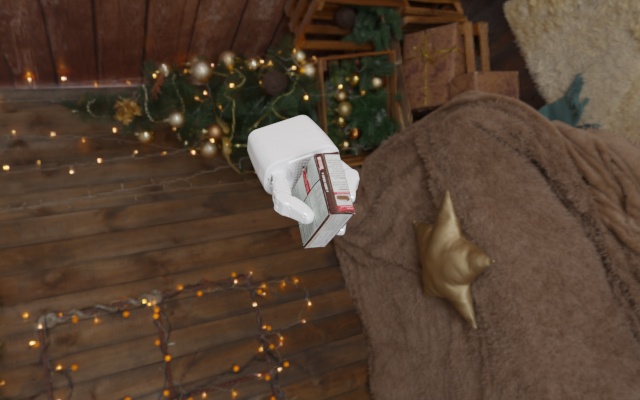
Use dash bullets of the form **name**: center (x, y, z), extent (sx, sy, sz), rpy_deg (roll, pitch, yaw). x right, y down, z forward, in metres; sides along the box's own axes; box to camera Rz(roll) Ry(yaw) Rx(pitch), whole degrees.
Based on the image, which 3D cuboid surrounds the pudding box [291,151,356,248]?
- **pudding box**: center (0.000, 0.002, 0.631), extent (0.039, 0.090, 0.113), rpy_deg (-5, -24, -22)
